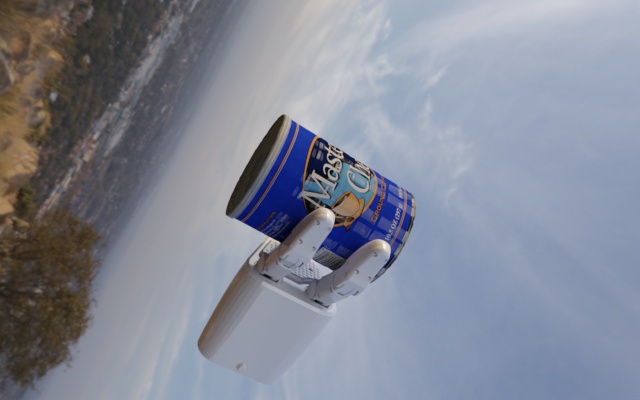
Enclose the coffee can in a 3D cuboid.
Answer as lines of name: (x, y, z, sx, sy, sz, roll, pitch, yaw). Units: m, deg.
coffee can: (0.000, 0.001, 0.437, 0.140, 0.103, 0.103, 30, -9, -16)
